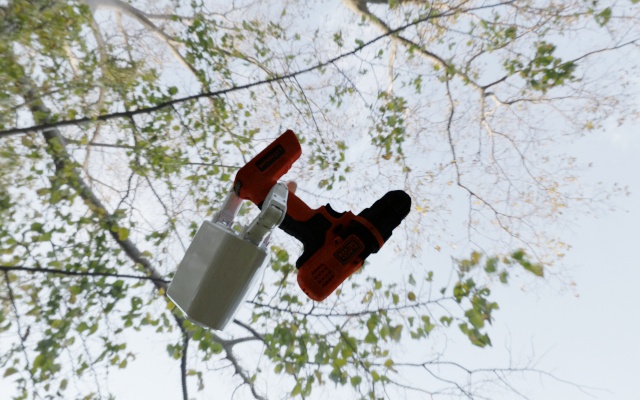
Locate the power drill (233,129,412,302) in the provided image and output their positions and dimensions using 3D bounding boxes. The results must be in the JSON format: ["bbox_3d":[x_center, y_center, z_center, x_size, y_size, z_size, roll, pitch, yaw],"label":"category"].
[{"bbox_3d":[0.000,0.002,0.594,0.184,0.187,0.057,-42,-9,-22],"label":"power drill"}]
